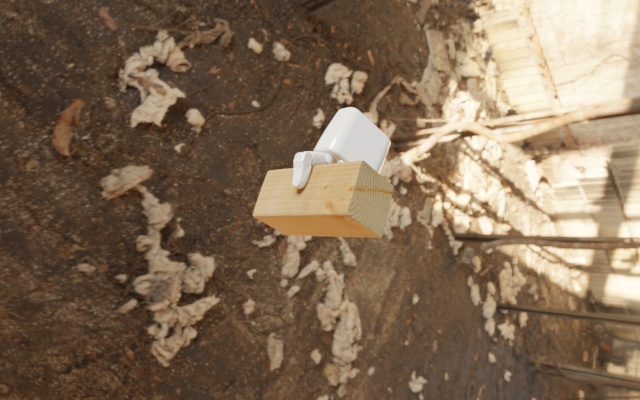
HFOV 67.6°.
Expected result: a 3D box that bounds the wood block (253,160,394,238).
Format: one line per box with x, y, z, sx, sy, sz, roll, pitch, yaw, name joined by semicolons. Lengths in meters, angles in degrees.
0.000;0.002;0.771;0.206;0.090;0.091;-3;-28;42;wood block
